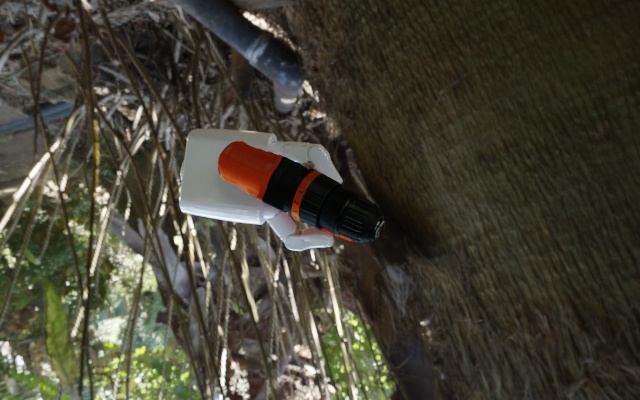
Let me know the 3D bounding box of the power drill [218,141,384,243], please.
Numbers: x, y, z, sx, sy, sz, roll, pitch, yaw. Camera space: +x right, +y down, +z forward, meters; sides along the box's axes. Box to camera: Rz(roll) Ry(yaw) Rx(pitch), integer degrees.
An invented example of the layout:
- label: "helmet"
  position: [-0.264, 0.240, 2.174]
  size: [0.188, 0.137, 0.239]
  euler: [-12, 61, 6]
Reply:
- label: "power drill"
  position: [0.000, 0.002, 0.531]
  size: [0.184, 0.057, 0.188]
  euler: [27, -2, 21]
